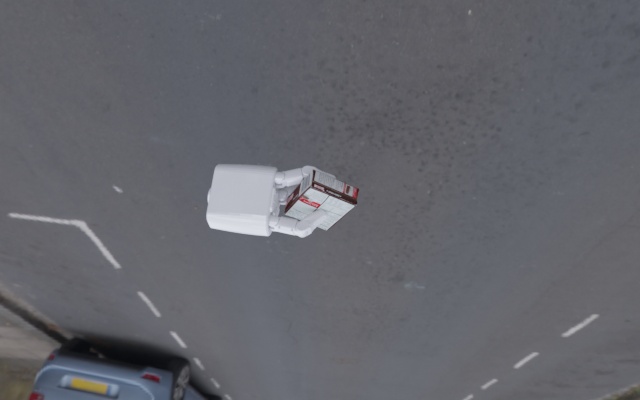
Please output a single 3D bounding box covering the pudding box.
[{"bbox_3d":[0.000,0.003,0.822,0.090,0.039,0.113,21,-33,-18],"label":"pudding box"}]
